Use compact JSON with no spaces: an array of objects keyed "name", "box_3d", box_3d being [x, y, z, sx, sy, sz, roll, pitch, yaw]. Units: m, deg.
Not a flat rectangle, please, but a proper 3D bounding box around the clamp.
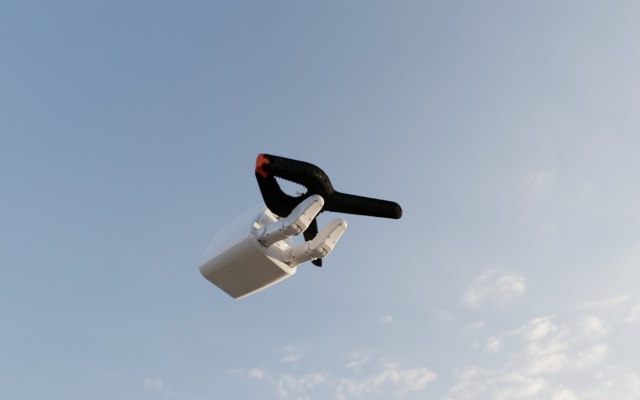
[{"name":"clamp","box_3d":[0.000,0.001,0.649,0.164,0.036,0.210,-30,-53,22]}]
